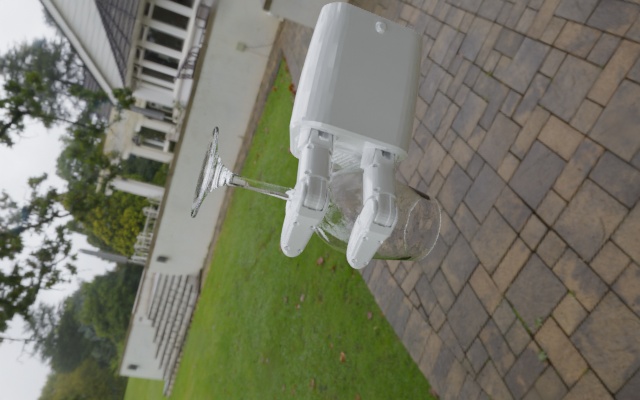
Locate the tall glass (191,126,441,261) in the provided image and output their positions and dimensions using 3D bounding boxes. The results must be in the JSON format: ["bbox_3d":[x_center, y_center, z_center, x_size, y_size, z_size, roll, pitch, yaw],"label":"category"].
[{"bbox_3d":[-0.001,0.001,0.404,0.201,0.079,0.079,15,-5,-18],"label":"tall glass"}]
